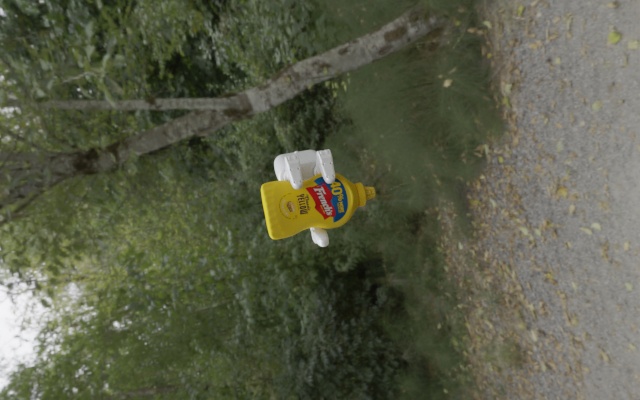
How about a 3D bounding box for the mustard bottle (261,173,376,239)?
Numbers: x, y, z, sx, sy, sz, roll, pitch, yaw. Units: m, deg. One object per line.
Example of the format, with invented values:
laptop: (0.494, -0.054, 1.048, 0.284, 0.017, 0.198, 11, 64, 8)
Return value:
mustard bottle: (0.000, 0.003, 0.813, 0.191, 0.096, 0.058, -11, -5, -9)
